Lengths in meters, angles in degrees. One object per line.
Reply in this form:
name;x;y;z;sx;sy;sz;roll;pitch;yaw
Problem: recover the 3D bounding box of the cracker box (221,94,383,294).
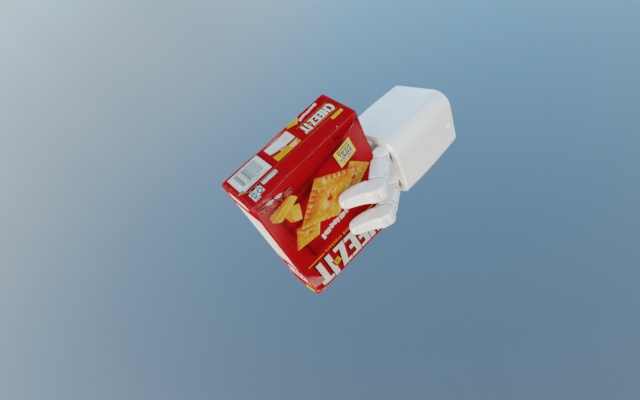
cracker box;0.000;0.002;0.608;0.072;0.164;0.214;36;-15;40
